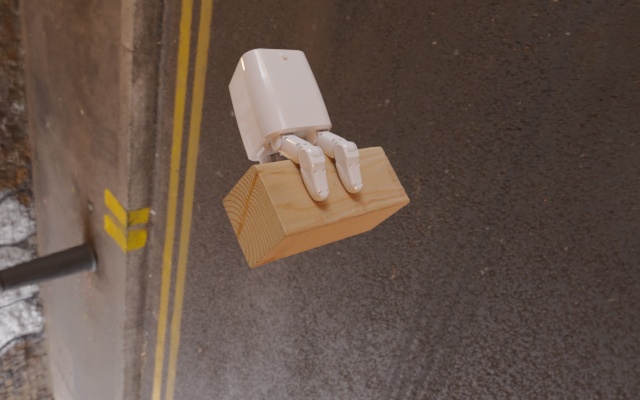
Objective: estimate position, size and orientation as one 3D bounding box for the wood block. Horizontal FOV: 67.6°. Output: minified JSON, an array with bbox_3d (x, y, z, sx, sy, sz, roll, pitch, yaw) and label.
[{"bbox_3d":[0.000,0.002,0.592,0.206,0.090,0.091,-13,-19,-41],"label":"wood block"}]
